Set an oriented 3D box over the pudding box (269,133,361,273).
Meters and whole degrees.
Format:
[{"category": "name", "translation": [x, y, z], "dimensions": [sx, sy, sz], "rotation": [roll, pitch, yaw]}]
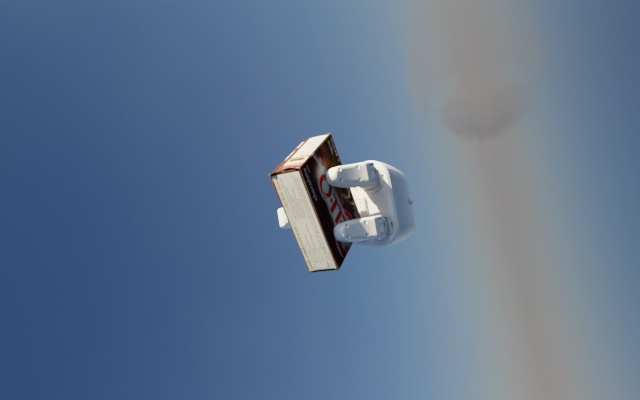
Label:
[{"category": "pudding box", "translation": [0.000, 0.002, 0.480], "dimensions": [0.039, 0.113, 0.090], "rotation": [-13, 22, 26]}]
